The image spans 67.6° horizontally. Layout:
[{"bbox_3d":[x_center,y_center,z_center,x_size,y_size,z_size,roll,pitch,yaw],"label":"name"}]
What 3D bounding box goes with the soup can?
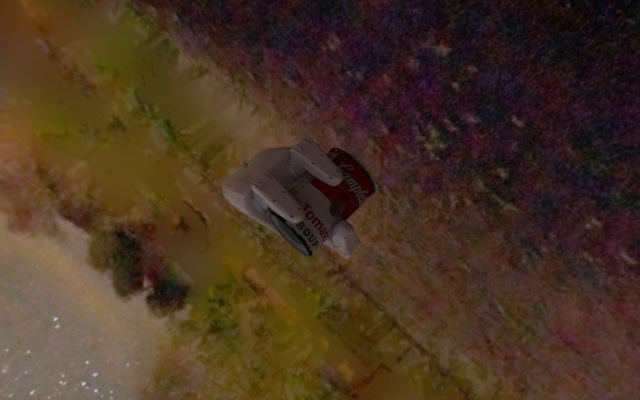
[{"bbox_3d":[0.000,0.002,0.510,0.102,0.068,0.068,-44,14,-15],"label":"soup can"}]
